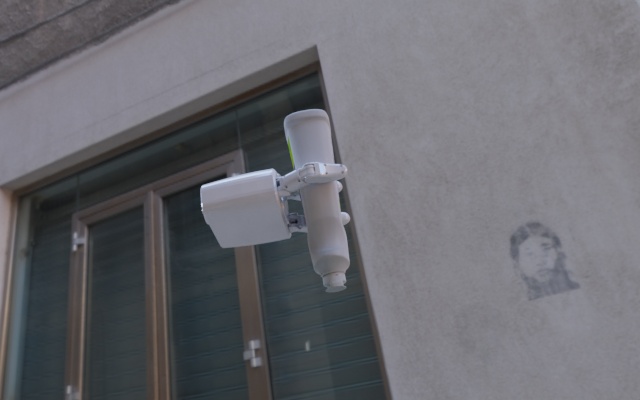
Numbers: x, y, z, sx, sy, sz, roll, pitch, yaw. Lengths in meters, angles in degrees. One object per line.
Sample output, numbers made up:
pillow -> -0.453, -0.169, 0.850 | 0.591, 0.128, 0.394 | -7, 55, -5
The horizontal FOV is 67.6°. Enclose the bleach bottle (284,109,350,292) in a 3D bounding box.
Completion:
bleach bottle -> 0.000, 0.002, 0.678 | 0.068, 0.250, 0.103 | -10, -24, 0
